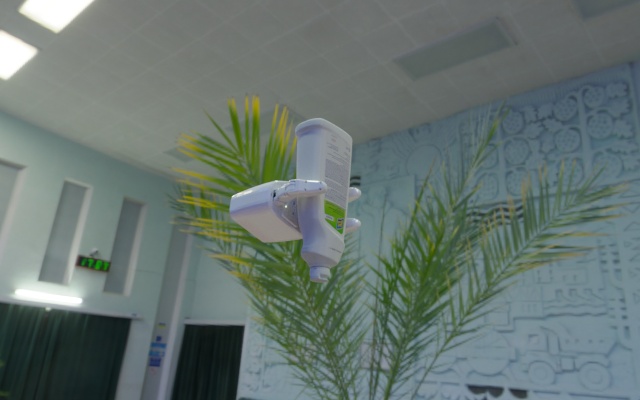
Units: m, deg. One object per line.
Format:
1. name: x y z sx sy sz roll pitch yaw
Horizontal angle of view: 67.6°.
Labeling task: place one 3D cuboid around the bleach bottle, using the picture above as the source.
1. bleach bottle: 0.000 0.002 0.764 0.068 0.250 0.102 -14 -26 41
